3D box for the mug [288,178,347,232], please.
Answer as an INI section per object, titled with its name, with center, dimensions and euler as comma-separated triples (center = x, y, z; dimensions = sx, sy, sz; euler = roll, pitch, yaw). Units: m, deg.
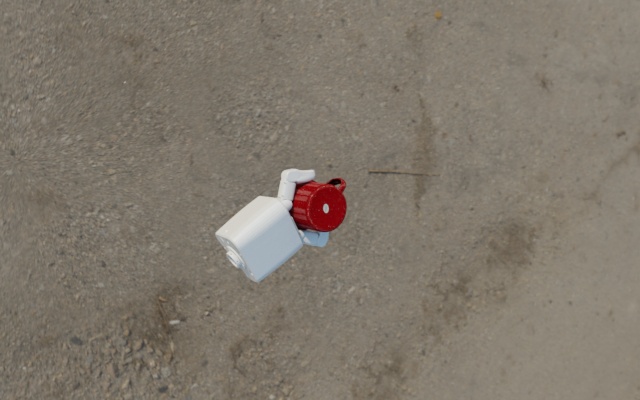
[mug]
center = 0.001, 0.002, 0.830
dimensions = 0.117, 0.093, 0.081
euler = -42, 24, -21
